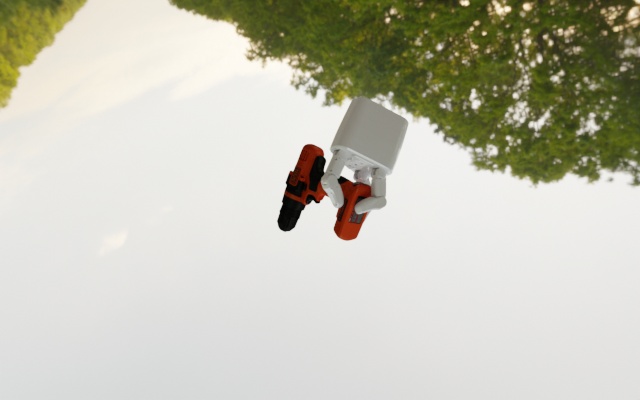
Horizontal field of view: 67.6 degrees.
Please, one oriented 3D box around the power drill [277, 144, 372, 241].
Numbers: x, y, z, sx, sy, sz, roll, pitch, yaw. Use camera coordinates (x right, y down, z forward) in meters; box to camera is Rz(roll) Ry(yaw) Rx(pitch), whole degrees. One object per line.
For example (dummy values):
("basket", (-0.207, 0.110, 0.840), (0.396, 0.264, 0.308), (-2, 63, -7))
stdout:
("power drill", (0.001, 0.003, 0.897), (0.057, 0.184, 0.187), (6, 18, -47))
